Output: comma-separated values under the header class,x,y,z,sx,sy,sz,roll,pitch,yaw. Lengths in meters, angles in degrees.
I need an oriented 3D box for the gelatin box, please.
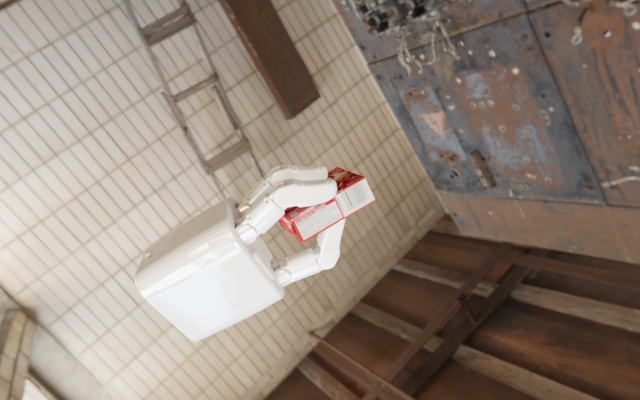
class,x,y,z,sx,sy,sz,roll,pitch,yaw
gelatin box,0.001,0.002,0.489,0.089,0.030,0.073,-30,20,-12
